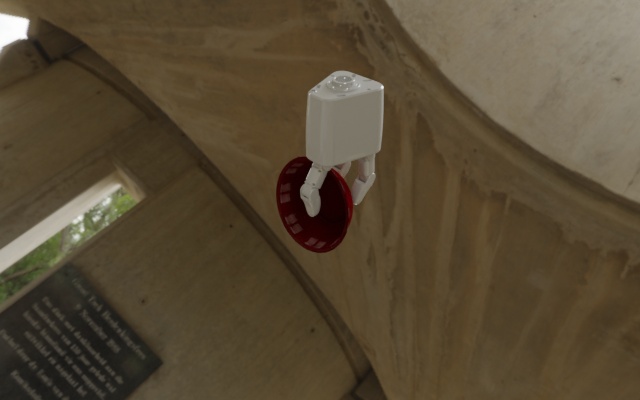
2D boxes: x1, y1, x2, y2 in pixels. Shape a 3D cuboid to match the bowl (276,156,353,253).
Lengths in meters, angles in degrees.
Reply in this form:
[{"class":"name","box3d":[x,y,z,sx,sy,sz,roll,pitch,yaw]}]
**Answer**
[{"class":"bowl","box3d":[0.000,0.004,0.793,0.162,0.162,0.055,0,13,43]}]
